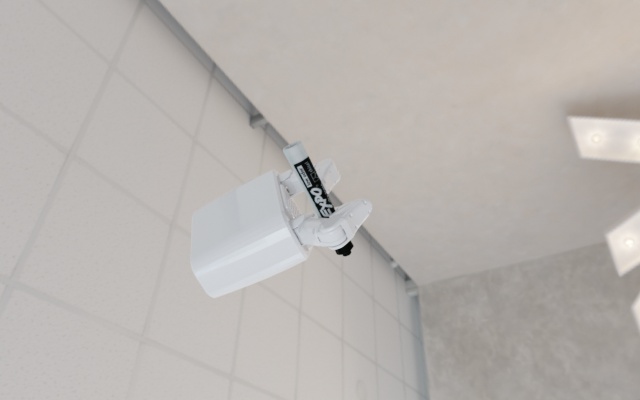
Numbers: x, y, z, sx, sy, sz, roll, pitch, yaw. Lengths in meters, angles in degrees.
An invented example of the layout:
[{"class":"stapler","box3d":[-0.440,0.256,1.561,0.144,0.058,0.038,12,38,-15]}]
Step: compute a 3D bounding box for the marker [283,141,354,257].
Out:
[{"class":"marker","box3d":[0.000,0.001,0.447,0.020,0.121,0.020,-24,19,9]}]
